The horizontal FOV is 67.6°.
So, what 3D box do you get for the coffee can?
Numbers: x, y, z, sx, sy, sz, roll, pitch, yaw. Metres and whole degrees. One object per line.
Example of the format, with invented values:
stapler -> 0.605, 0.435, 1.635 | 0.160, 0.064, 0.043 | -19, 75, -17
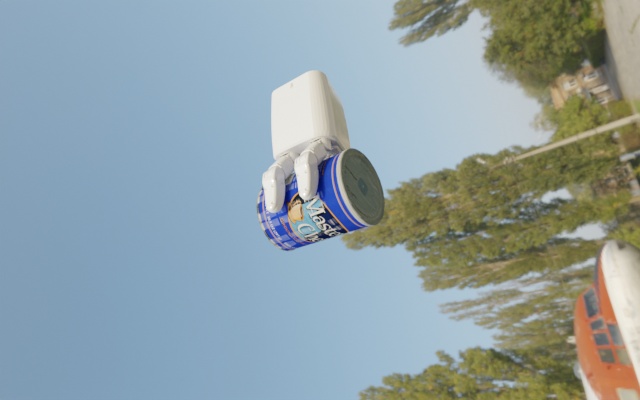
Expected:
coffee can -> 0.000, 0.002, 0.641 | 0.140, 0.103, 0.103 | -20, -11, 32
